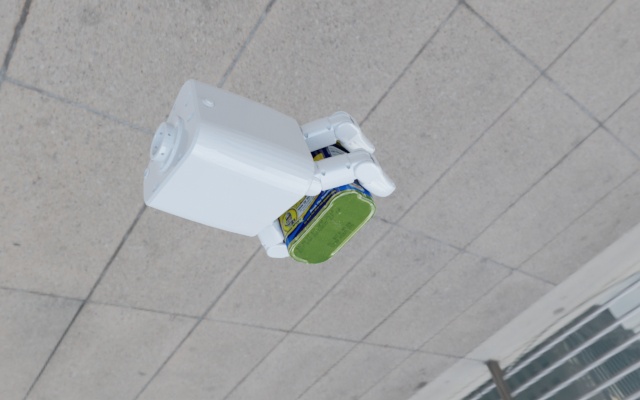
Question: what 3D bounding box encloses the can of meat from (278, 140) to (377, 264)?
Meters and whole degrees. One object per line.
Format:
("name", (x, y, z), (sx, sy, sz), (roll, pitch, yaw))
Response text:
("can of meat", (0.000, 0.002, 0.474), (0.057, 0.102, 0.084), (22, 32, -35))
